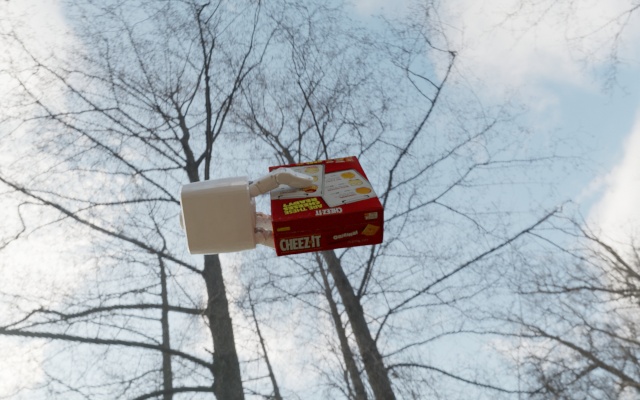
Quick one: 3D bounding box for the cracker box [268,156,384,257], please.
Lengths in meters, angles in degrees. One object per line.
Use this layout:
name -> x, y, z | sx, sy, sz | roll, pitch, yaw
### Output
cracker box -> 0.000, 0.002, 0.784 | 0.164, 0.072, 0.213 | -7, 27, -4
